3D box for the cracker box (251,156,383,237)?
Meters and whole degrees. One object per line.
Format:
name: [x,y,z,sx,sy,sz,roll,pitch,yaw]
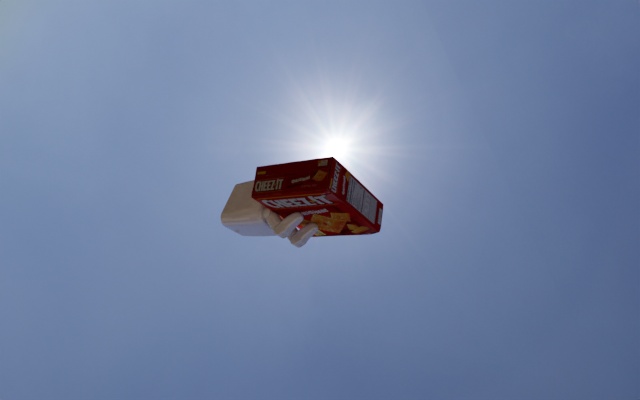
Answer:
cracker box: [0.000,0.003,0.898,0.164,0.072,0.214,-5,-25,31]
